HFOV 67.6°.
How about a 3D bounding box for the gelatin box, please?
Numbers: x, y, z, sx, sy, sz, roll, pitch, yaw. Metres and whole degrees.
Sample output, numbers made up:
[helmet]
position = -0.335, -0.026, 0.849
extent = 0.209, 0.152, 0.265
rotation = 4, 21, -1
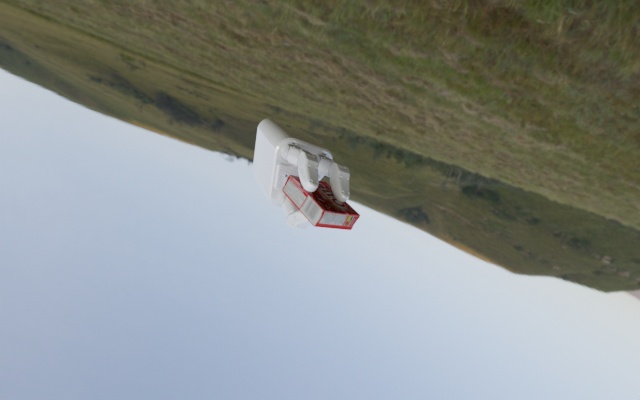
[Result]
[gelatin box]
position = 0.000, 0.003, 0.658
extent = 0.073, 0.030, 0.089
rotation = 9, 28, -45
